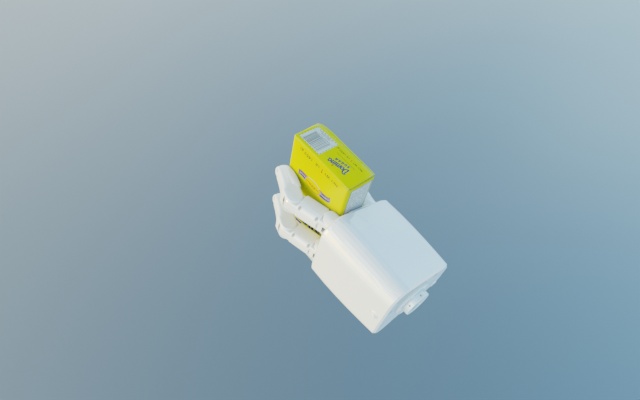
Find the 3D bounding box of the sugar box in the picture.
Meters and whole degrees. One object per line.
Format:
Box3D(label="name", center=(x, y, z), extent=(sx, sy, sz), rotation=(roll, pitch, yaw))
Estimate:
Box3D(label="sugar box", center=(0.000, 0.002, 0.574), extent=(0.048, 0.093, 0.176), rotation=(-29, -26, -30))
